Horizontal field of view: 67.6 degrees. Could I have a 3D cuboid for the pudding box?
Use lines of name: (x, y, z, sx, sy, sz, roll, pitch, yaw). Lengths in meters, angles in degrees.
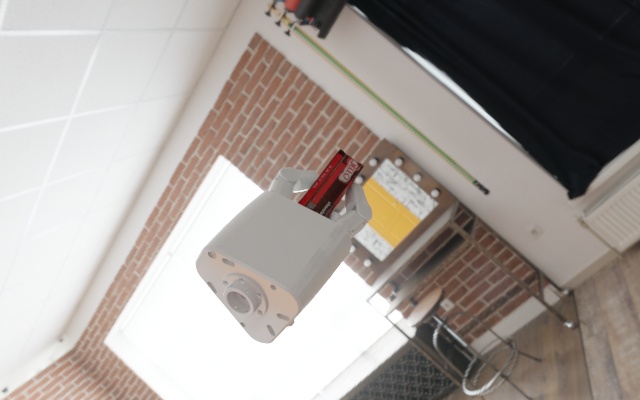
pudding box: (0.000, 0.002, 0.562, 0.039, 0.090, 0.113, 38, -22, 1)
